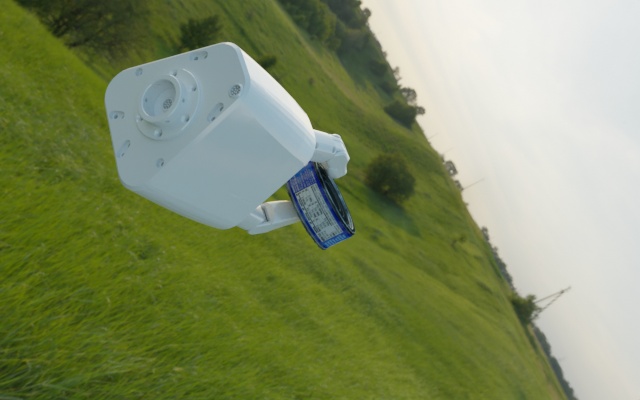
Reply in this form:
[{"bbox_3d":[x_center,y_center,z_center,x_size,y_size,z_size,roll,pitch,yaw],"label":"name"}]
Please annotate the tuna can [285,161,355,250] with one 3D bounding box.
[{"bbox_3d":[0.001,0.001,0.453,0.034,0.086,0.086,-27,-5,9],"label":"tuna can"}]
